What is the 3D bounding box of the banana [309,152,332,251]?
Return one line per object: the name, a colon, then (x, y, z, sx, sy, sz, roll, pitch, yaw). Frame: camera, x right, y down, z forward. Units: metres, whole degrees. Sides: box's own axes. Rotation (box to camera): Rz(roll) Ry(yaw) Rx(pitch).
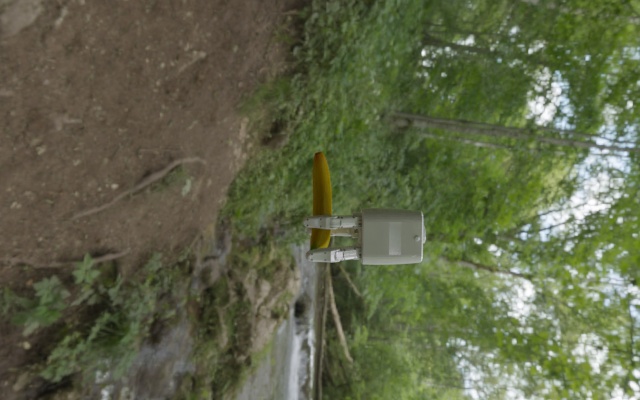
banana: (0.002, 0.012, 0.873, 0.037, 0.197, 0.070, 0, -19, 5)
